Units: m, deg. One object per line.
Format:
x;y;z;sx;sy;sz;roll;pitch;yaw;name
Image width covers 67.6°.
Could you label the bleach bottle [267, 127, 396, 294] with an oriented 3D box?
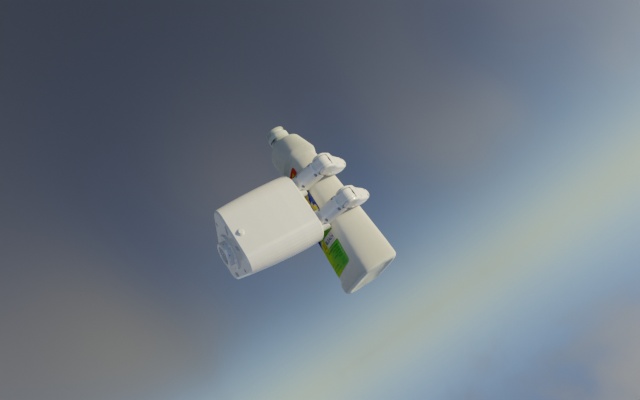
0.000;0.002;0.672;0.068;0.250;0.103;-27;-20;-25;bleach bottle
